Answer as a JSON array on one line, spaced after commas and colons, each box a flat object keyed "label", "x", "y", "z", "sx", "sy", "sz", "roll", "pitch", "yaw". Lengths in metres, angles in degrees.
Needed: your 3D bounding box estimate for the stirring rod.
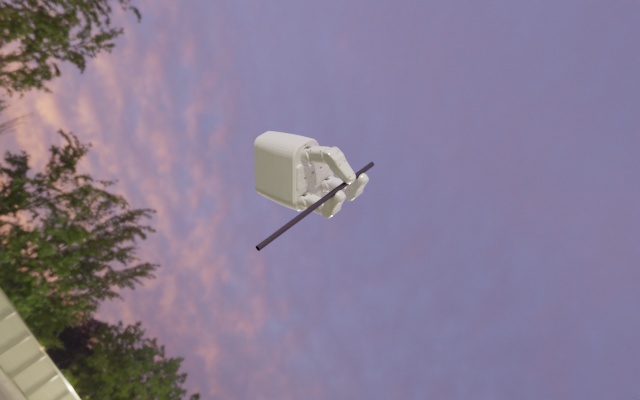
[{"label": "stirring rod", "x": 0.000, "y": 0.002, "z": 0.679, "sx": 0.239, "sy": 0.011, "sz": 0.011, "roll": -36, "pitch": 22, "yaw": -34}]
